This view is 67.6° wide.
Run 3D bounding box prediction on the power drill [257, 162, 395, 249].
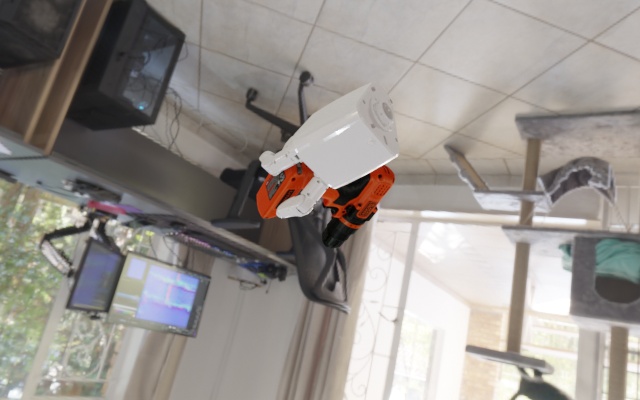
[{"bbox_3d":[0.000,0.002,0.745,0.188,0.057,0.184,10,-50,-33],"label":"power drill"}]
